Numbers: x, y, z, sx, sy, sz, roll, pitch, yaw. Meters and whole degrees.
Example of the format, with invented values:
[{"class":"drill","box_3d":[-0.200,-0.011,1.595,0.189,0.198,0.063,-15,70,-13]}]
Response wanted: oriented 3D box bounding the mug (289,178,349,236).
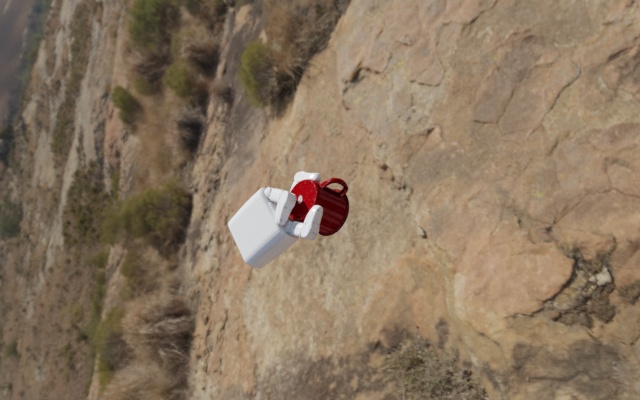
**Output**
[{"class":"mug","box_3d":[0.001,0.002,0.872,0.081,0.093,0.117,24,-58,-42]}]
